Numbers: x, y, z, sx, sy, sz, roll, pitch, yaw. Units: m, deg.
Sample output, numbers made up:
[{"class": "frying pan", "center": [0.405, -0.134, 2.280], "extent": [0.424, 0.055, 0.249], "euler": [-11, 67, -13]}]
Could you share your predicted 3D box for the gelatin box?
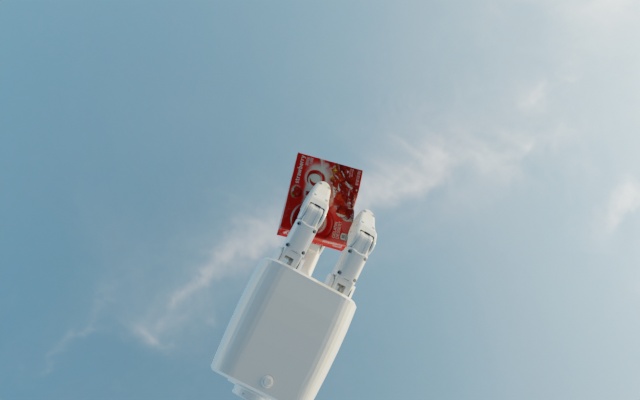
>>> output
[{"class": "gelatin box", "center": [0.000, 0.001, 0.502], "extent": [0.073, 0.089, 0.030], "euler": [15, -22, -6]}]
